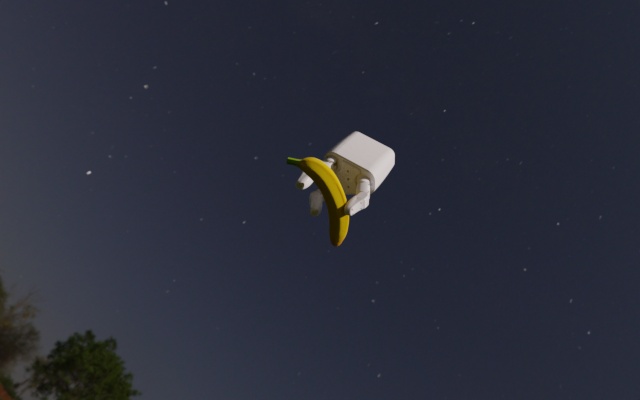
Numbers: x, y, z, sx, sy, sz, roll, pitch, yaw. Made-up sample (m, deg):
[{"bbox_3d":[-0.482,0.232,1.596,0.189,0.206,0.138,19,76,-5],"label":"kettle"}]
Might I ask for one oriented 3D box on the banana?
[{"bbox_3d":[0.014,-0.003,0.861,0.069,0.198,0.037,-12,26,35],"label":"banana"}]
